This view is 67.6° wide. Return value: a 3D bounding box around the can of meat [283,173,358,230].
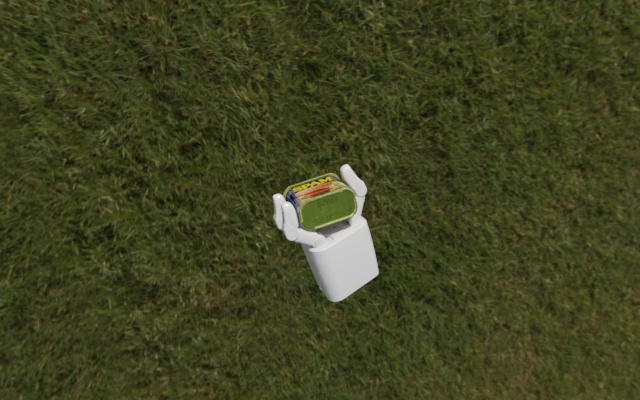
[{"bbox_3d":[0.000,0.003,0.772,0.102,0.057,0.084,-18,22,-12],"label":"can of meat"}]
